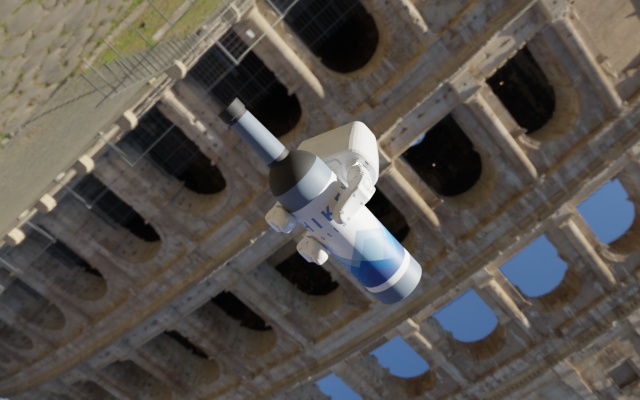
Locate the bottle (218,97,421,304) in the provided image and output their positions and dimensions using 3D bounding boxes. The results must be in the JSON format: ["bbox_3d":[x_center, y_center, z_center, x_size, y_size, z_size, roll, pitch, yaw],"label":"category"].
[{"bbox_3d":[0.000,0.002,0.543,0.296,0.069,0.069,46,-18,-18],"label":"bottle"}]
